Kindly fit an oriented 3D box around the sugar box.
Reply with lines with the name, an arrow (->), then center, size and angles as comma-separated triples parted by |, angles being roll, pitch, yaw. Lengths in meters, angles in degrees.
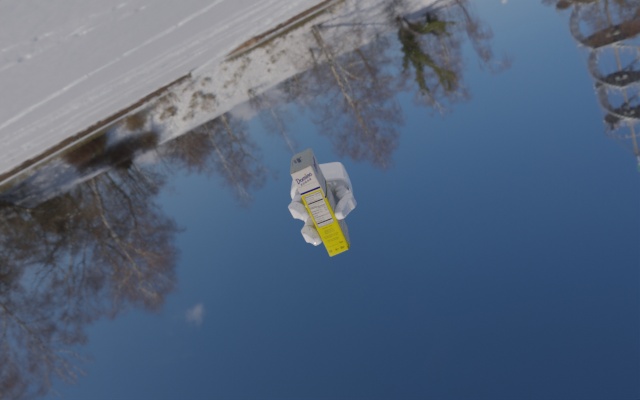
sugar box -> 0.000, 0.003, 0.856 | 0.048, 0.176, 0.093 | -24, 23, 9
